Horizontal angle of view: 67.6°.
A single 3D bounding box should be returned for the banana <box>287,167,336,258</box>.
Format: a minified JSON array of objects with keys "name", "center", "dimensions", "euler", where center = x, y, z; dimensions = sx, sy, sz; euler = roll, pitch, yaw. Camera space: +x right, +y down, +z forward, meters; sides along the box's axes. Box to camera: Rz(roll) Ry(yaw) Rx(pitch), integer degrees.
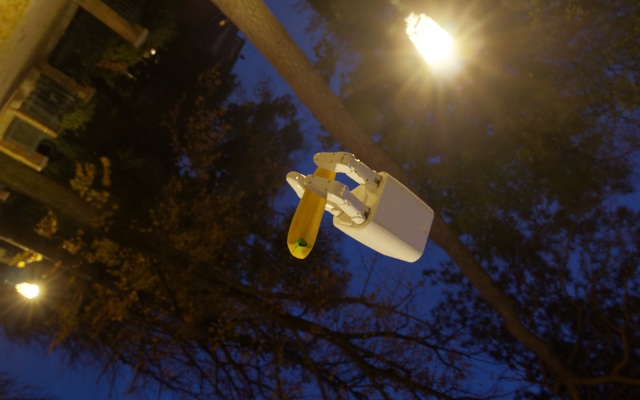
[{"name":"banana","center":[-0.010,0.015,0.663],"dimensions":[0.037,0.197,0.070],"euler":[32,-51,-13]}]
